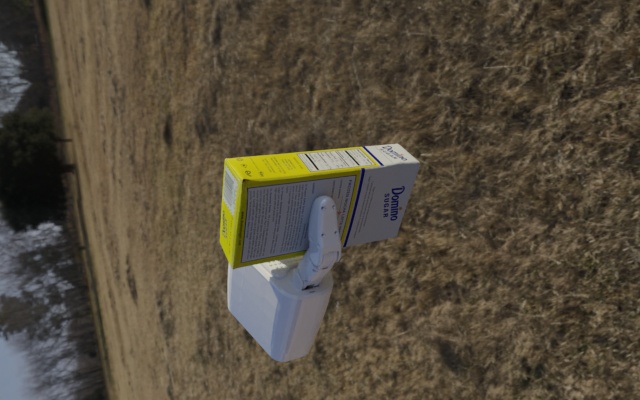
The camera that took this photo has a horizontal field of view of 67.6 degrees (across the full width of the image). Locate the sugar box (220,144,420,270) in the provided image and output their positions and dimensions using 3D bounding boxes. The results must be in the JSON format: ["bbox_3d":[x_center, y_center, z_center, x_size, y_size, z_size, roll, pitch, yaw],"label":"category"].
[{"bbox_3d":[0.000,0.001,0.441,0.176,0.093,0.048,-9,39,-29],"label":"sugar box"}]
